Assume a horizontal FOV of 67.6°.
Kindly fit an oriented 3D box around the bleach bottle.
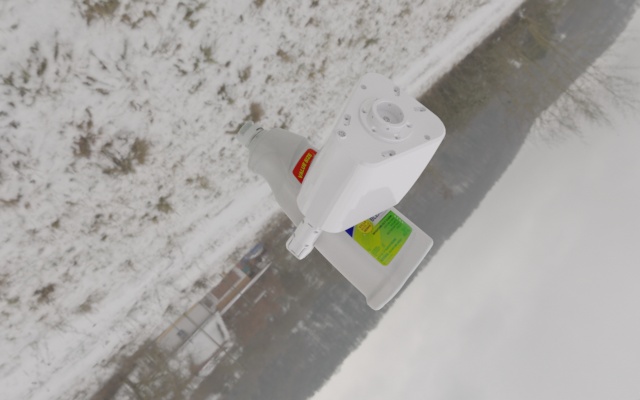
[{"bbox_3d":[0.000,0.002,0.539,0.102,0.251,0.068,-43,-11,-36],"label":"bleach bottle"}]
